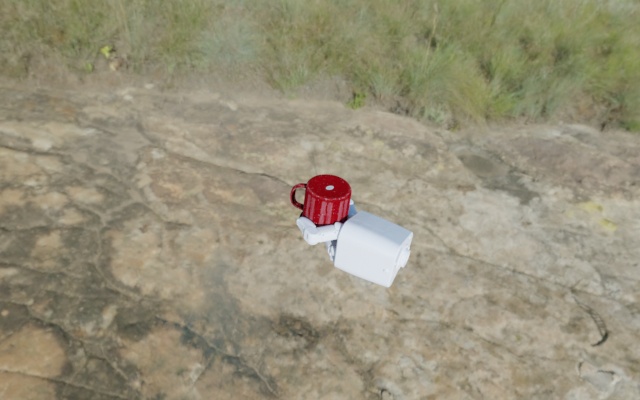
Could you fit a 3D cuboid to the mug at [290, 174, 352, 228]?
[{"bbox_3d":[-0.001,0.002,0.859,0.117,0.082,0.093,20,38,16],"label":"mug"}]
